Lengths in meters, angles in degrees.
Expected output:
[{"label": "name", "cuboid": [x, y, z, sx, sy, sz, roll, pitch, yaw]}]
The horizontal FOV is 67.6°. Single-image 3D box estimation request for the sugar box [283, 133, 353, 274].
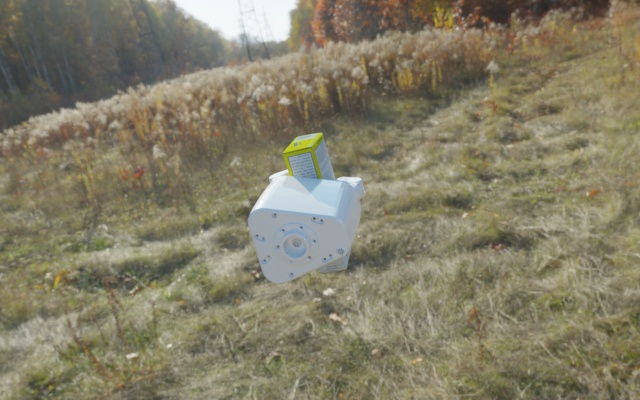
[{"label": "sugar box", "cuboid": [0.000, 0.002, 0.657, 0.048, 0.176, 0.093, -9, 18, 13]}]
